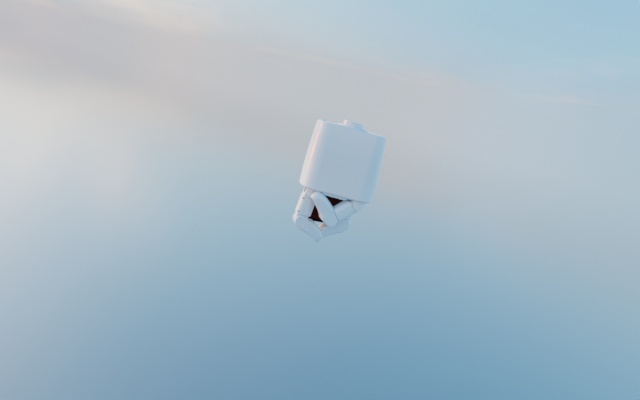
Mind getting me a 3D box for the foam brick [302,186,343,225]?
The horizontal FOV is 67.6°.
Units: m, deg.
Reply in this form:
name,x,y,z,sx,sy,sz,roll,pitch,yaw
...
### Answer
name,x,y,z,sx,sy,sz,roll,pitch,yaw
foam brick,0.000,0.003,0.809,0.053,0.051,0.078,11,11,-18
